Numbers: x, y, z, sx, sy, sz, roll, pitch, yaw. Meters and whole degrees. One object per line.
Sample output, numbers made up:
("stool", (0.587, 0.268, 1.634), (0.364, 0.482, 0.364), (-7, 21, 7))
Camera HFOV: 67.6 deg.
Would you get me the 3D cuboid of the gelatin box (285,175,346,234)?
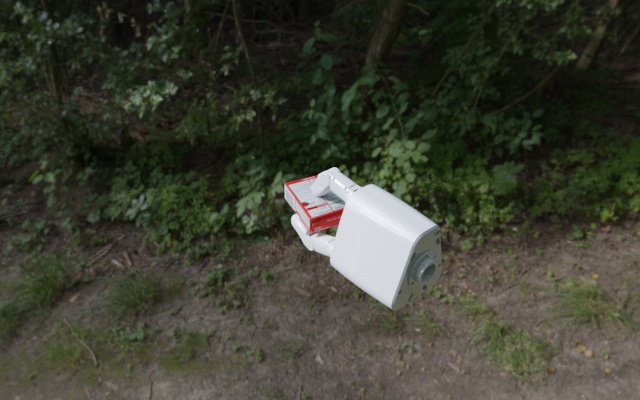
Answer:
("gelatin box", (0.000, 0.002, 0.665), (0.073, 0.030, 0.089), (-16, 42, -22))
